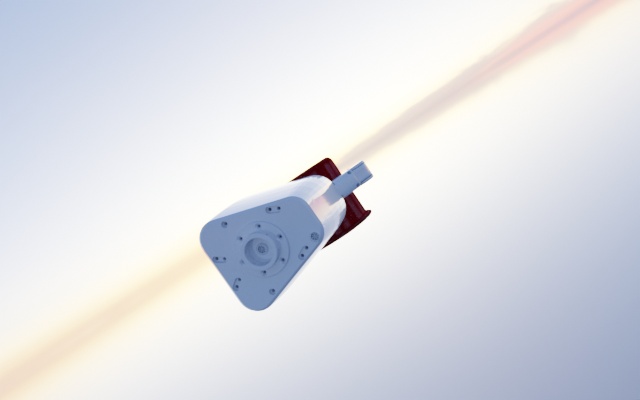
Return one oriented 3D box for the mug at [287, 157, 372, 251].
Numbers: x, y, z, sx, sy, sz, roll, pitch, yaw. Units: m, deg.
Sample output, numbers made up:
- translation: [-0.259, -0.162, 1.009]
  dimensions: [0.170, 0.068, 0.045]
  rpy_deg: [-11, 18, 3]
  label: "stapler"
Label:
- translation: [0.000, 0.001, 0.562]
  dimensions: [0.093, 0.081, 0.117]
  rpy_deg: [-33, 4, 13]
  label: "mug"
